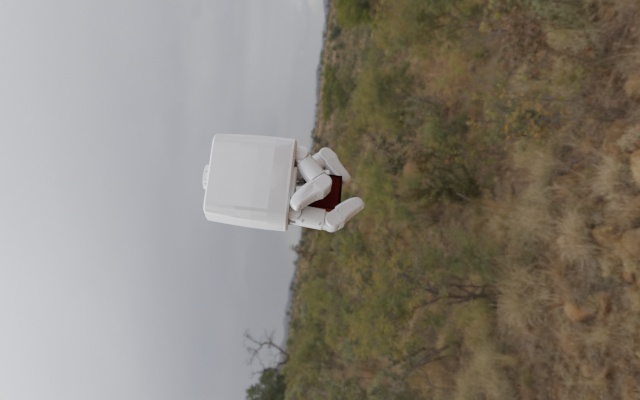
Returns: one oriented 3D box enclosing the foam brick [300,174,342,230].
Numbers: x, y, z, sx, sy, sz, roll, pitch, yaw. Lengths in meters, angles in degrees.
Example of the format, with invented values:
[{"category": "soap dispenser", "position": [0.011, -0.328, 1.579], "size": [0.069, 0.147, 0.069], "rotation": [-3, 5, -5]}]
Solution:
[{"category": "foam brick", "position": [0.000, 0.002, 0.664], "size": [0.051, 0.053, 0.078], "rotation": [5, -26, -1]}]
